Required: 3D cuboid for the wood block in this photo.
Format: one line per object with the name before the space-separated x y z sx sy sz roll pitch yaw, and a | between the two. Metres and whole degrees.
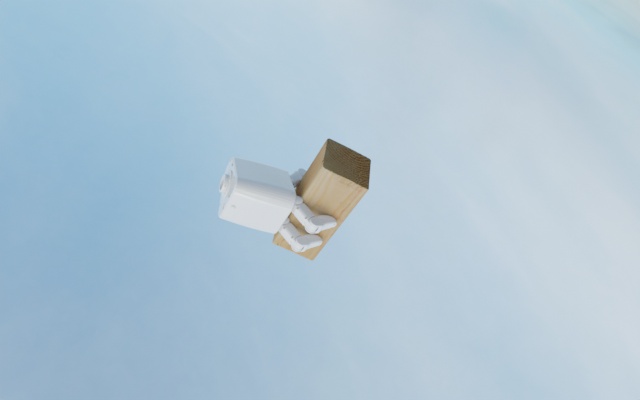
wood block | 0.000 0.003 0.866 0.090 0.090 0.206 25 -51 -13
